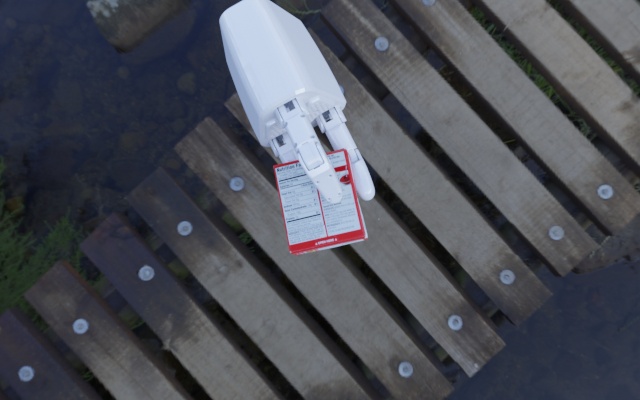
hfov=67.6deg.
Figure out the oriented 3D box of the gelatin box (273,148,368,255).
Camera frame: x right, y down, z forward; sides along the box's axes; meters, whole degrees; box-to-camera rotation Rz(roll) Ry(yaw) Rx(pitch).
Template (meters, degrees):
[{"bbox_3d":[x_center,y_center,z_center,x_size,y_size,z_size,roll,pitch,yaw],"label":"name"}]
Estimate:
[{"bbox_3d":[0.000,0.002,0.457,0.073,0.089,0.030,-13,-12,8],"label":"gelatin box"}]
